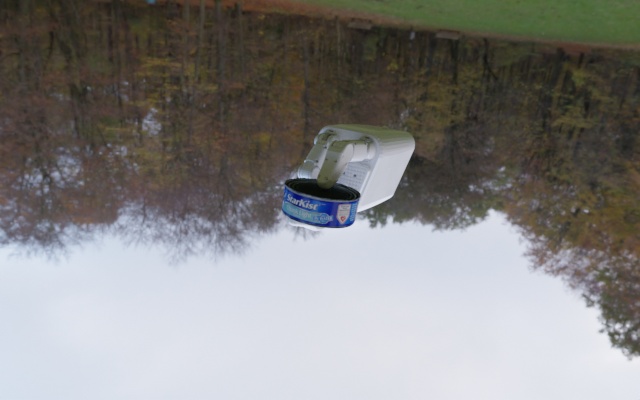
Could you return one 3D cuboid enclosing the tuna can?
[{"bbox_3d":[0.000,0.002,0.535,0.086,0.034,0.086,9,15,-2],"label":"tuna can"}]
